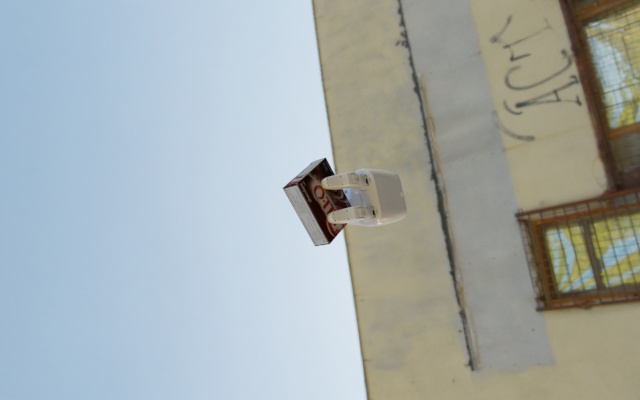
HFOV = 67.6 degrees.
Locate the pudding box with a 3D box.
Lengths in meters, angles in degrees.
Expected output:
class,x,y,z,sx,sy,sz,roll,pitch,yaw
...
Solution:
class,x,y,z,sx,sy,sz,roll,pitch,yaw
pudding box,0.000,0.002,0.758,0.039,0.113,0.090,-17,20,40
